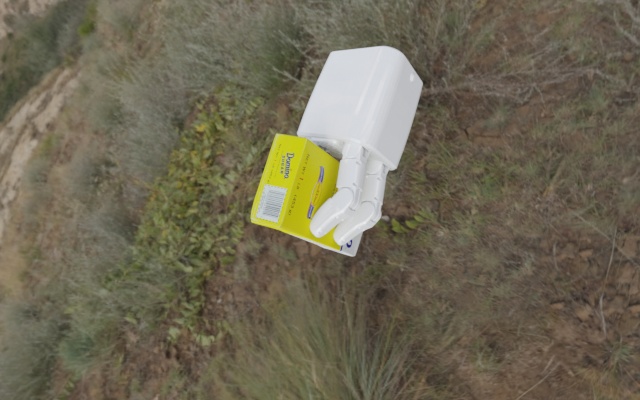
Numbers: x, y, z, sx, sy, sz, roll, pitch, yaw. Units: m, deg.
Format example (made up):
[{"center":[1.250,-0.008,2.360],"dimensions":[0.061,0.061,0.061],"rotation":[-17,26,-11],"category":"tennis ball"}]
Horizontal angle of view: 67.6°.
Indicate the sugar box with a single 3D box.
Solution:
[{"center":[0.001,0.002,0.532],"dimensions":[0.048,0.093,0.176],"rotation":[13,-7,34],"category":"sugar box"}]
